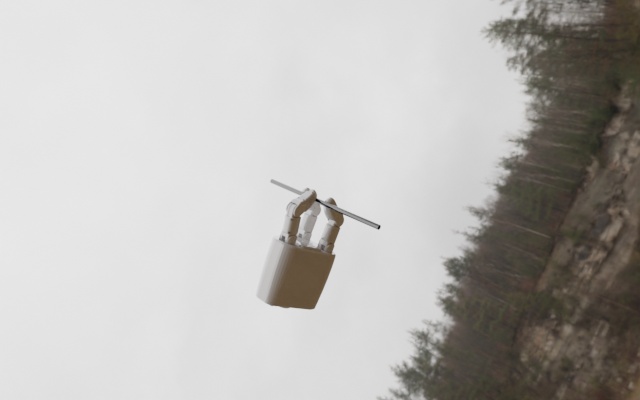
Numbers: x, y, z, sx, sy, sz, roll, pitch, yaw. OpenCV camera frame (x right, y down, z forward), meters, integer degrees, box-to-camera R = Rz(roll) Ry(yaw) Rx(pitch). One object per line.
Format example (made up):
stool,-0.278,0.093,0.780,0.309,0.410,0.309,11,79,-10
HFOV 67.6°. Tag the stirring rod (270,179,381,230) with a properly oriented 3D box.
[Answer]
stirring rod,0.000,0.003,0.787,0.239,0.011,0.011,23,15,37
